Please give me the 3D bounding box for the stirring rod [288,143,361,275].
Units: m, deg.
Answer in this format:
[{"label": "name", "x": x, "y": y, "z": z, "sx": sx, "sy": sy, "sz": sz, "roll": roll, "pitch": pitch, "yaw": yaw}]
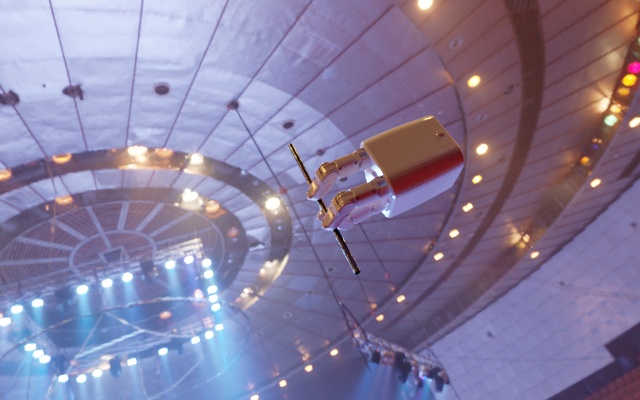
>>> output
[{"label": "stirring rod", "x": 0.000, "y": 0.002, "z": 0.653, "sx": 0.011, "sy": 0.239, "sz": 0.011, "roll": -18, "pitch": -37, "yaw": -14}]
